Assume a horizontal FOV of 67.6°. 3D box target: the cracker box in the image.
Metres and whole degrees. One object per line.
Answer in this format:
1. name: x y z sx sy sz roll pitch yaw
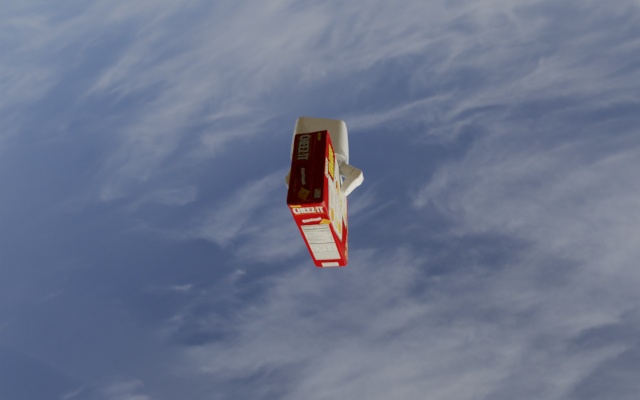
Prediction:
1. cracker box: 0.000 0.003 0.892 0.072 0.164 0.214 -6 -38 12
